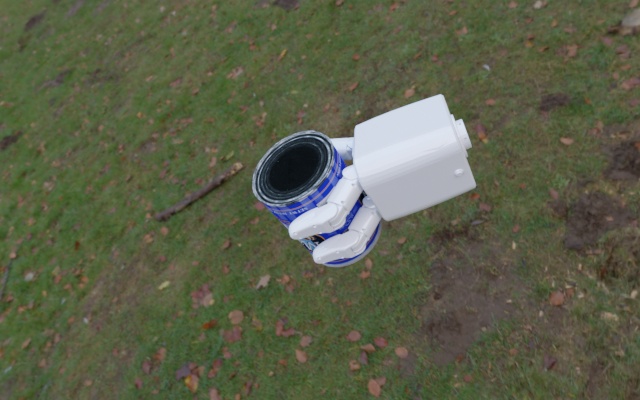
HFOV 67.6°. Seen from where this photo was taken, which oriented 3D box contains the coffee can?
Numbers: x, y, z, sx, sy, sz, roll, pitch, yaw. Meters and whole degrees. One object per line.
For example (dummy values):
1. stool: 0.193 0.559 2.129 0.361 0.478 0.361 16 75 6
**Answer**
1. coffee can: 0.000 0.002 0.566 0.103 0.102 0.140 0 -34 33
